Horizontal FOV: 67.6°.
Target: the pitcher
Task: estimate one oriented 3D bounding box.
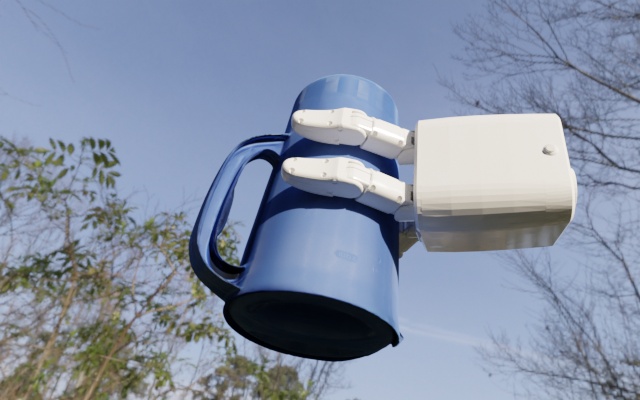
[{"bbox_3d":[0.000,0.001,0.416,0.145,0.242,0.149,-2,-37,17],"label":"pitcher"}]
